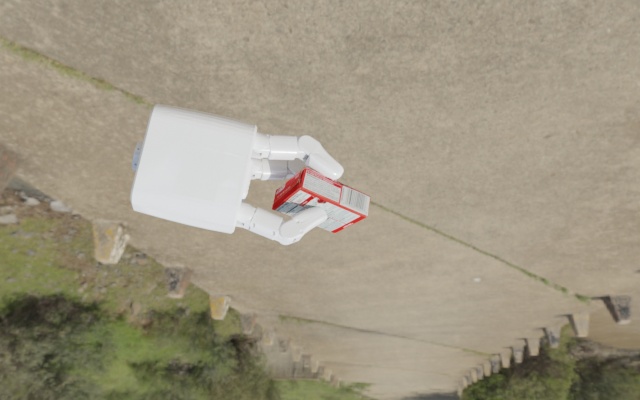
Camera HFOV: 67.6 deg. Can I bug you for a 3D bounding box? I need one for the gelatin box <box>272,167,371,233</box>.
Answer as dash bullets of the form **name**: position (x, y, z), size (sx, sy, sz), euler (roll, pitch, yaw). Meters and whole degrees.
- **gelatin box**: position (0.000, 0.002, 0.542), size (0.089, 0.030, 0.073), euler (23, -28, -21)
